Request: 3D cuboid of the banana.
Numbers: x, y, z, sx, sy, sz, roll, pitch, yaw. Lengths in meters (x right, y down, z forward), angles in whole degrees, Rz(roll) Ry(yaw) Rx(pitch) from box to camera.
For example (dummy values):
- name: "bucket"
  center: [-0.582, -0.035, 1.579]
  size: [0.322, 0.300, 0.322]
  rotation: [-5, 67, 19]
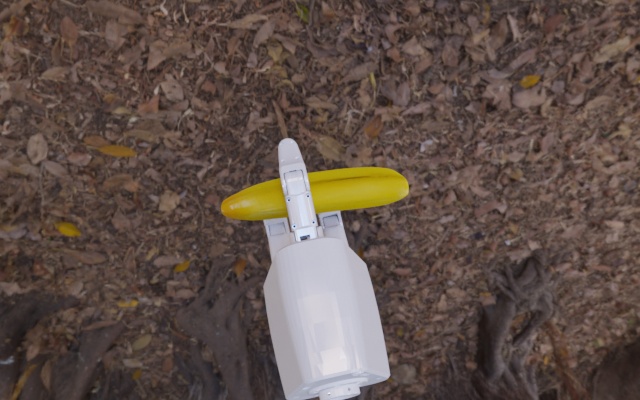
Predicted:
- name: "banana"
  center: [0.010, -0.005, 0.446]
  size: [0.198, 0.037, 0.070]
  rotation: [-5, -17, -25]
